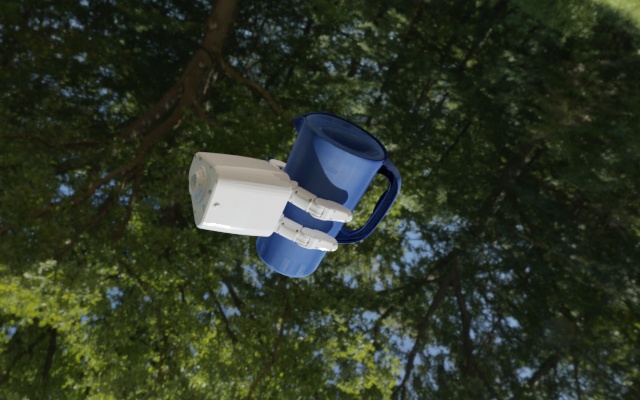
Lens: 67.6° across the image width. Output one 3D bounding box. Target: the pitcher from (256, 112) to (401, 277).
[{"bbox_3d":[0.000,0.002,0.728,0.145,0.243,0.149,8,32,-33],"label":"pitcher"}]
